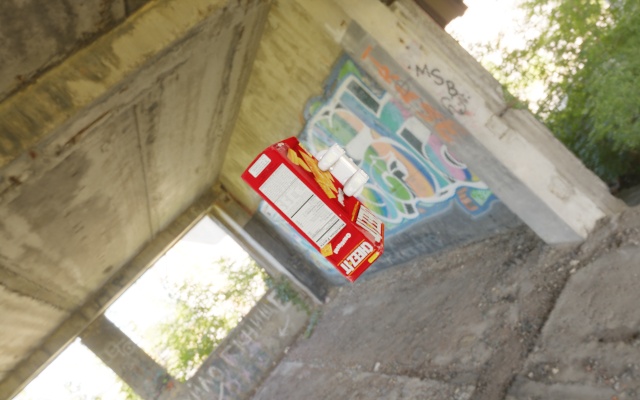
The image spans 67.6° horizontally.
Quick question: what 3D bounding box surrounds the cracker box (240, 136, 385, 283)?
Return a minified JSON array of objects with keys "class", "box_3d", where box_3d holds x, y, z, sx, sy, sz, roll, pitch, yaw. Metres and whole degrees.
[{"class":"cracker box","box_3d":[0.000,0.002,0.715,0.214,0.072,0.164,43,14,-2]}]
